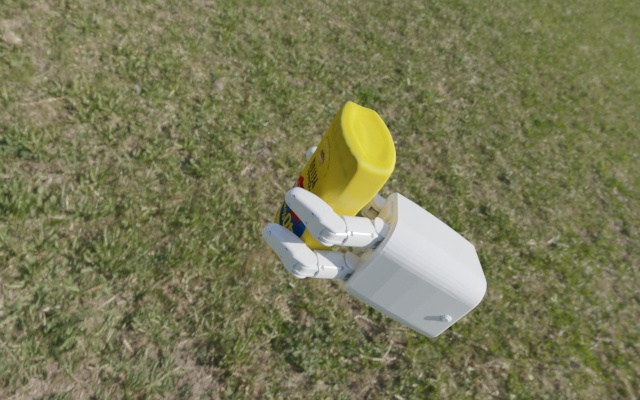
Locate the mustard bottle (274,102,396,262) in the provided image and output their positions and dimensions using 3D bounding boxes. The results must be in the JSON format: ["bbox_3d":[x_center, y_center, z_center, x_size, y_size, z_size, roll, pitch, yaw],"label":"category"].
[{"bbox_3d":[0.000,0.001,0.478,0.058,0.096,0.192,15,-47,-23],"label":"mustard bottle"}]
